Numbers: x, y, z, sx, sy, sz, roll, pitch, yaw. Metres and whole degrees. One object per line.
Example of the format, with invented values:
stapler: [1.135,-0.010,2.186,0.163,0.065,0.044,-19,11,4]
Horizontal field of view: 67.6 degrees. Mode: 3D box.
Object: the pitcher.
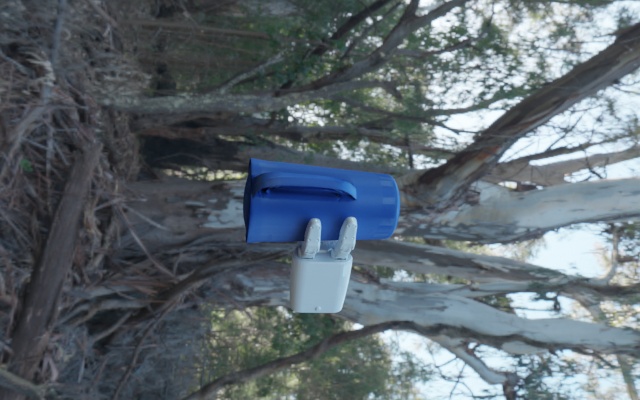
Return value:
pitcher: [0.000,0.003,0.761,0.243,0.145,0.149,2,25,-11]
